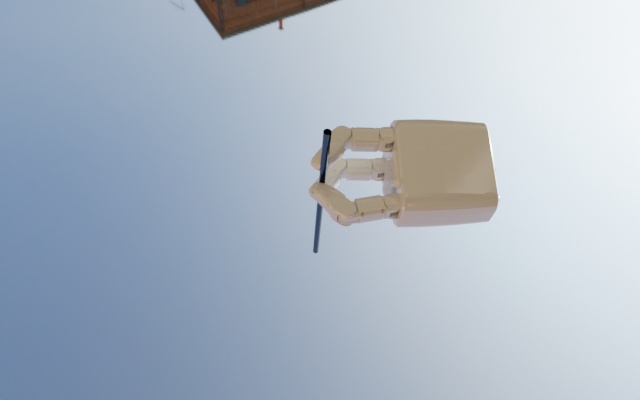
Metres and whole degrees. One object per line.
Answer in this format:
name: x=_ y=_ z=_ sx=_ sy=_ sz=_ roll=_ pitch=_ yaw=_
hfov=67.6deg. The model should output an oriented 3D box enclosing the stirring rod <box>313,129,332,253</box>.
stirring rod: x=0.000 y=0.002 z=0.550 sx=0.011 sy=0.011 sz=0.240 roll=0 pitch=-34 yaw=-4
